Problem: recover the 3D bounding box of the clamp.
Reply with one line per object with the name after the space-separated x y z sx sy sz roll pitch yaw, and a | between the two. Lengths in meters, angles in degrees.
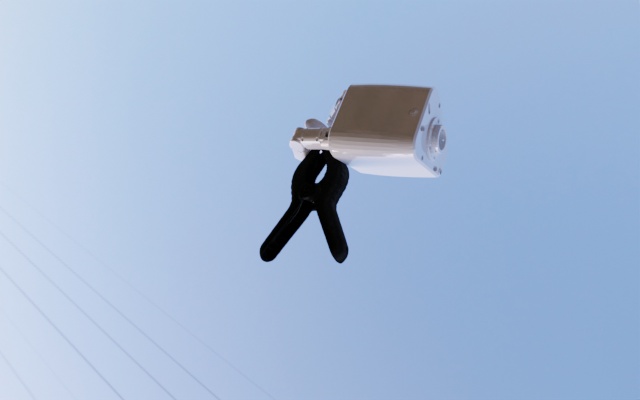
0.000 0.002 0.575 0.120 0.171 0.039 8 -20 32 | clamp
